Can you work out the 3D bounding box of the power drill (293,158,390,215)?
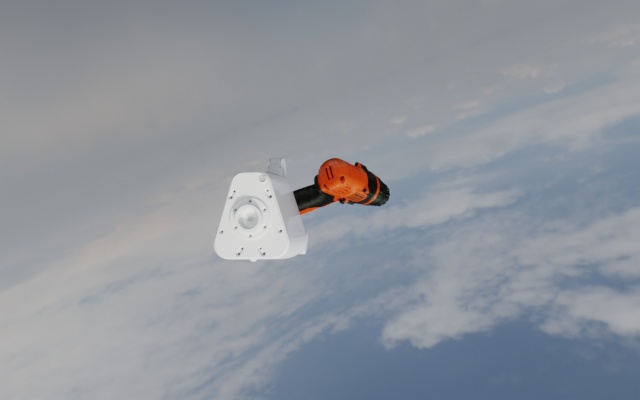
[{"bbox_3d":[0.000,0.003,0.732,0.188,0.057,0.184,-26,-23,23],"label":"power drill"}]
